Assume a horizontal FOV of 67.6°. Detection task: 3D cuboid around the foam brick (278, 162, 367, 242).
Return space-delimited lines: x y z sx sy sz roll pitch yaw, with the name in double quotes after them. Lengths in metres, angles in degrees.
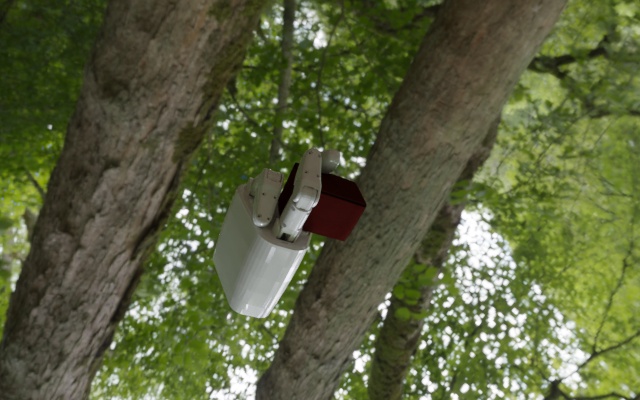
0.000 0.002 0.518 0.078 0.051 0.053 17 26 -19 "foam brick"
